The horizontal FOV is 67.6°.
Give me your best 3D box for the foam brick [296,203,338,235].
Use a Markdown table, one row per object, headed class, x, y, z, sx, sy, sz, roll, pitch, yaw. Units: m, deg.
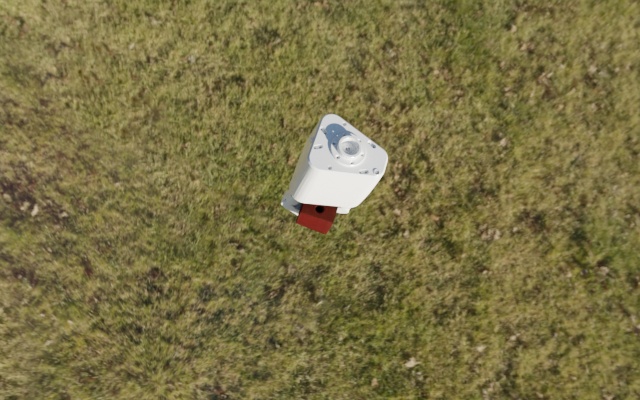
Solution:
| class | x | y | z | sx | sy | sz | roll | pitch | yaw |
| --- | --- | --- | --- | --- | --- | --- | --- | --- | --- |
| foam brick | 0.000 | 0.003 | 0.736 | 0.053 | 0.078 | 0.051 | 20 | -24 | -4 |
